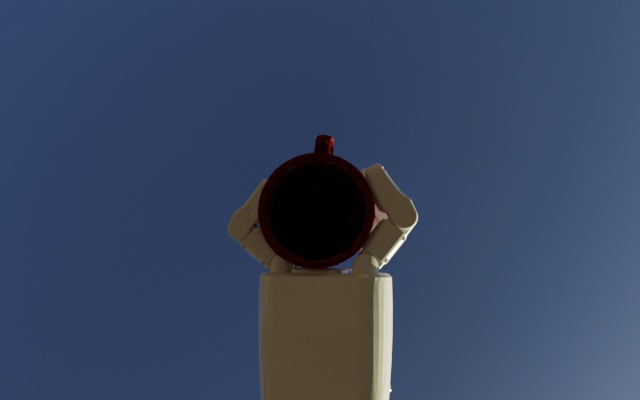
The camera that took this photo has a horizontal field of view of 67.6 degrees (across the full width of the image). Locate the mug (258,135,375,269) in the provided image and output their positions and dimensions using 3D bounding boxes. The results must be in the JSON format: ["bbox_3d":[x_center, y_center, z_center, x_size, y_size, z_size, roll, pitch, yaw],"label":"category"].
[{"bbox_3d":[0.000,0.000,0.418,0.093,0.117,0.081,1,-8,5],"label":"mug"}]
